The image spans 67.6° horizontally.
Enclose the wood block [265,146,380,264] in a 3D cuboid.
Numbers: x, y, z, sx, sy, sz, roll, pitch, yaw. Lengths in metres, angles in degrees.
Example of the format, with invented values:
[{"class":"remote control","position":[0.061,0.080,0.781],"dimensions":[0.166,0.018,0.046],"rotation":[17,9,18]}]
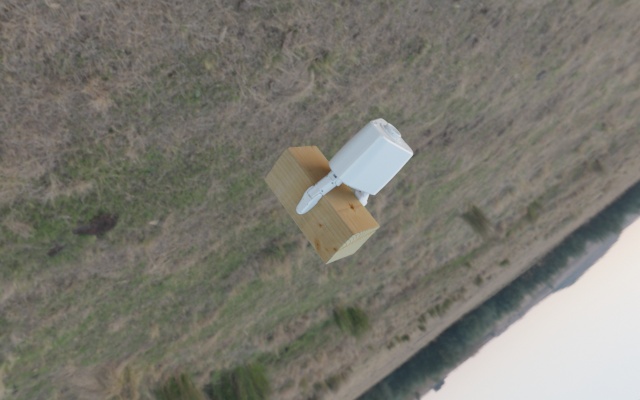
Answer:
[{"class":"wood block","position":[0.000,0.003,0.893],"dimensions":[0.091,0.206,0.090],"rotation":[-12,-32,-50]}]
